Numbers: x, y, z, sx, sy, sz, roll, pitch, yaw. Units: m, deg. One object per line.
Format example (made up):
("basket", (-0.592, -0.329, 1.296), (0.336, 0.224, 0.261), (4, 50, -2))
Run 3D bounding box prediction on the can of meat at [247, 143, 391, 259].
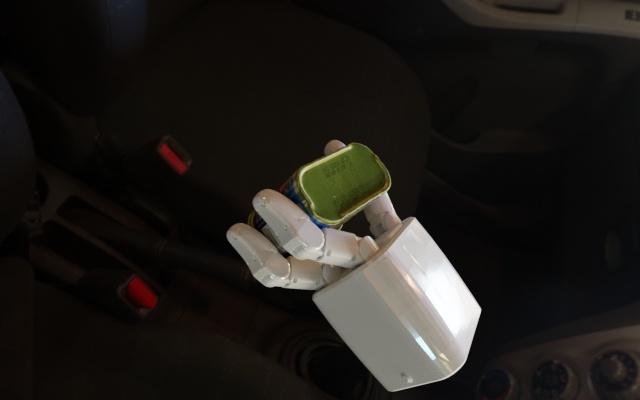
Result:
("can of meat", (0.000, 0.001, 0.409), (0.102, 0.057, 0.084), (-30, -7, -42))
